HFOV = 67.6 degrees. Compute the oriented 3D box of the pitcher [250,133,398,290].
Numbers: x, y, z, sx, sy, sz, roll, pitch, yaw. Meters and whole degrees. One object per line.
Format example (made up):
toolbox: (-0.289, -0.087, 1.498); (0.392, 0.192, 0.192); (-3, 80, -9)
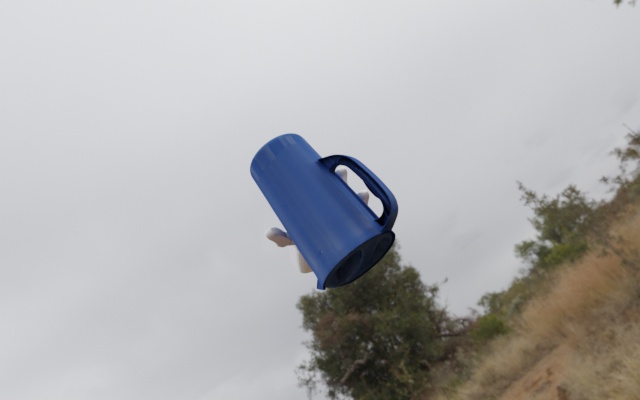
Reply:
pitcher: (0.000, 0.003, 0.741); (0.149, 0.242, 0.145); (-31, -25, -16)
